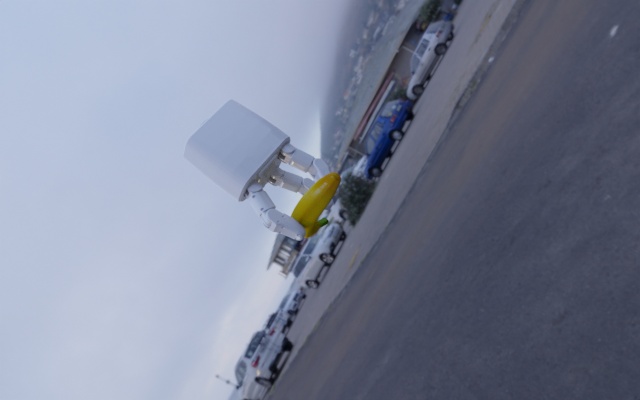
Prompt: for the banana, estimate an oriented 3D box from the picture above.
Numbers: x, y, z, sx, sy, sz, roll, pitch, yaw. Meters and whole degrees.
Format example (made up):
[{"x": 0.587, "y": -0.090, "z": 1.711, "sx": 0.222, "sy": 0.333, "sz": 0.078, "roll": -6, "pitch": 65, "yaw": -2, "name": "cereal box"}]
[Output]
[{"x": -0.013, "y": 0.016, "z": 0.670, "sx": 0.069, "sy": 0.037, "sz": 0.198, "roll": -44, "pitch": -9, "yaw": -17, "name": "banana"}]
